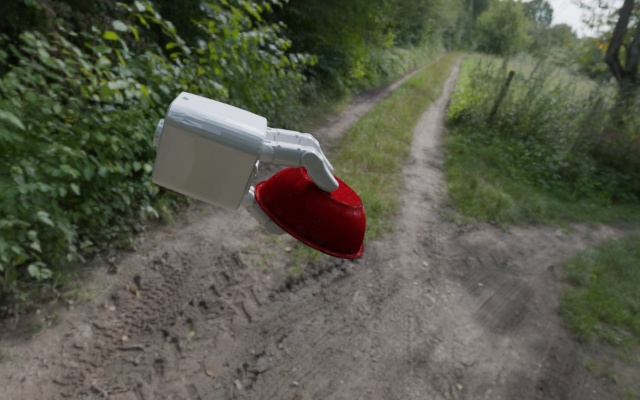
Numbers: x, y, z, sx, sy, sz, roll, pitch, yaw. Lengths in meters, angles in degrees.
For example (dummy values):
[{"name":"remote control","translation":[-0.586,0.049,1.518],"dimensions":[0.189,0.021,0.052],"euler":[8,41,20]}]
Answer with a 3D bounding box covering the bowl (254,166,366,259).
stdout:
[{"name":"bowl","translation":[0.001,0.002,0.601],"dimensions":[0.162,0.055,0.162],"euler":[29,18,-11]}]
